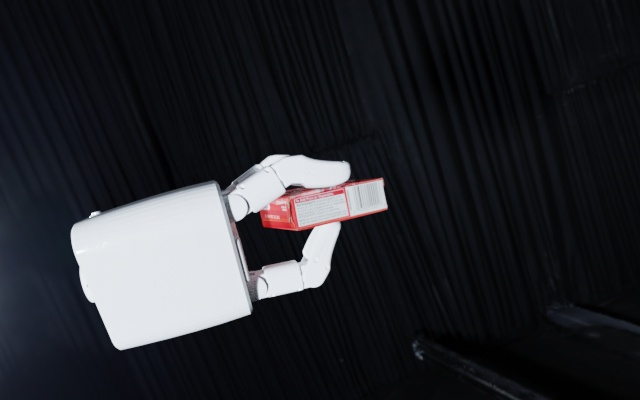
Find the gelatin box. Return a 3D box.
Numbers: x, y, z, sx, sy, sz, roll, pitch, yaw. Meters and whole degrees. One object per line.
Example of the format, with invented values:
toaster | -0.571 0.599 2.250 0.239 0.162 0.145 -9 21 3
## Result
gelatin box | 0.000 0.002 0.410 0.089 0.030 0.073 -12 6 -25
